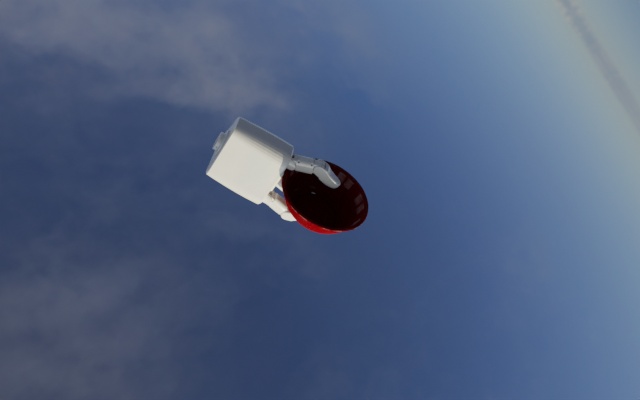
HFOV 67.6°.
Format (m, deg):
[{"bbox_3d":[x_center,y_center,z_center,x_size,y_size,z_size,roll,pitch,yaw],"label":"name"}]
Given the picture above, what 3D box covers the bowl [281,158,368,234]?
[{"bbox_3d":[0.001,0.004,0.831,0.162,0.162,0.055,0,-39,-29],"label":"bowl"}]
